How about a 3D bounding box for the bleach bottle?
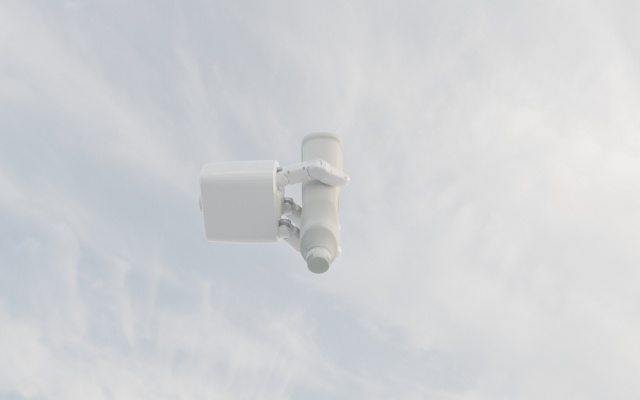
[{"bbox_3d":[0.000,0.002,0.692,0.068,0.103,0.250,-1,35,3],"label":"bleach bottle"}]
